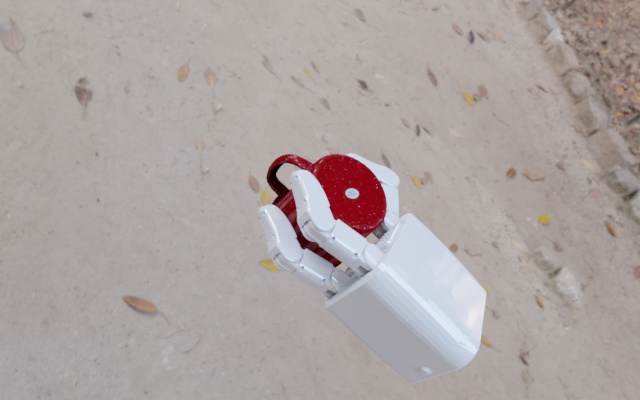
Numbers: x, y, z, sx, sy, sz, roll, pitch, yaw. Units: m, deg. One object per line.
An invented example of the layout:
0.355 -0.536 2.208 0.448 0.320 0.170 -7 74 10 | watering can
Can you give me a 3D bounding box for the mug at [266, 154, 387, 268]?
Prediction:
-0.001 0.000 0.451 0.093 0.117 0.081 -48 2 -43 | mug
